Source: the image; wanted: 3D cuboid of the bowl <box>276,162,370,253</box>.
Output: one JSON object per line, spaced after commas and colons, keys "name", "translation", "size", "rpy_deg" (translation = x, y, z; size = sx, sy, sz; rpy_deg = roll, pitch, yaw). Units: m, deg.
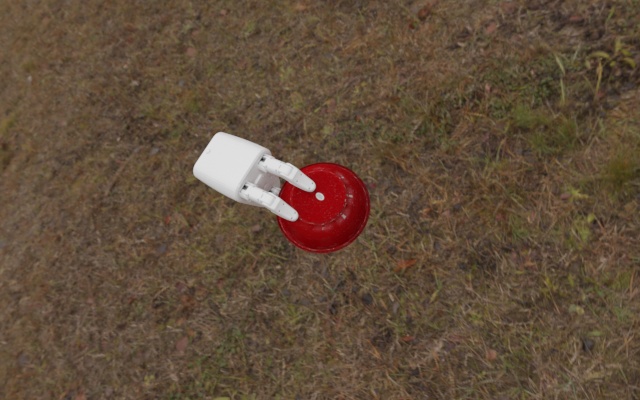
{"name": "bowl", "translation": [0.001, 0.003, 0.782], "size": [0.162, 0.162, 0.055], "rpy_deg": [0, -18, 8]}
